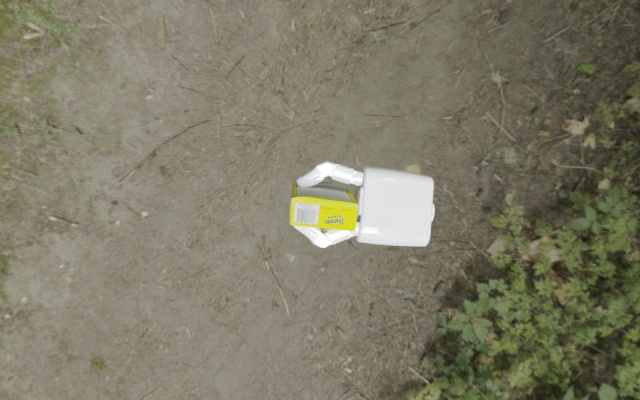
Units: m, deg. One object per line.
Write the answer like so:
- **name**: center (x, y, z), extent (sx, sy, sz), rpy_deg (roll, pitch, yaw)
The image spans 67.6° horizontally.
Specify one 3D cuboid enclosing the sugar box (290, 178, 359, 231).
- **sugar box**: center (0.000, 0.003, 0.731), extent (0.093, 0.048, 0.176), rpy_deg (7, 9, -4)
